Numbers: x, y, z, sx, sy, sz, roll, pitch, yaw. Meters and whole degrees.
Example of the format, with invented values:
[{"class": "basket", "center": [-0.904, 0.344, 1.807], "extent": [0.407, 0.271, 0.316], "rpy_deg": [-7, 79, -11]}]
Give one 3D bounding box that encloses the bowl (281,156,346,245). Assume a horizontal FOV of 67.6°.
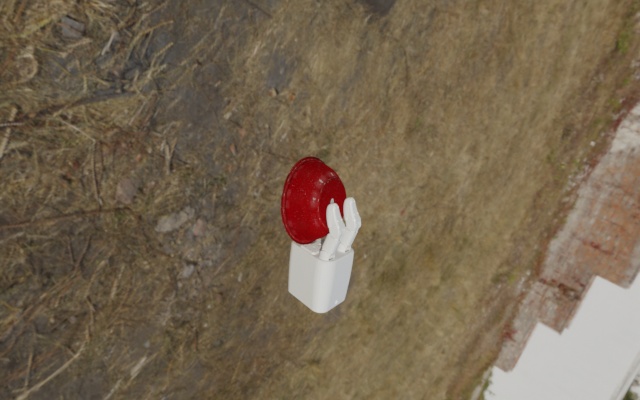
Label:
[{"class": "bowl", "center": [0.000, 0.002, 0.852], "extent": [0.055, 0.162, 0.162], "rpy_deg": [6, 4, 34]}]
